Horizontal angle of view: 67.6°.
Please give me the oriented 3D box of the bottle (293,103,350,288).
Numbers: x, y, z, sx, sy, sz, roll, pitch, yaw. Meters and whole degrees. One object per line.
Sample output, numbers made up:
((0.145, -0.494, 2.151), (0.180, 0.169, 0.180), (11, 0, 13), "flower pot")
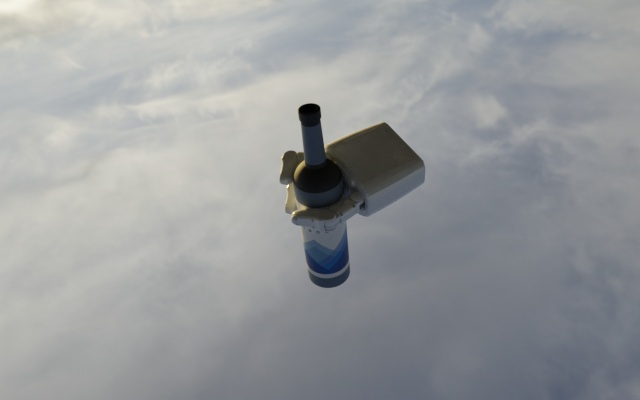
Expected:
((0.000, 0.002, 0.659), (0.069, 0.296, 0.069), (-4, 41, 3), "bottle")
